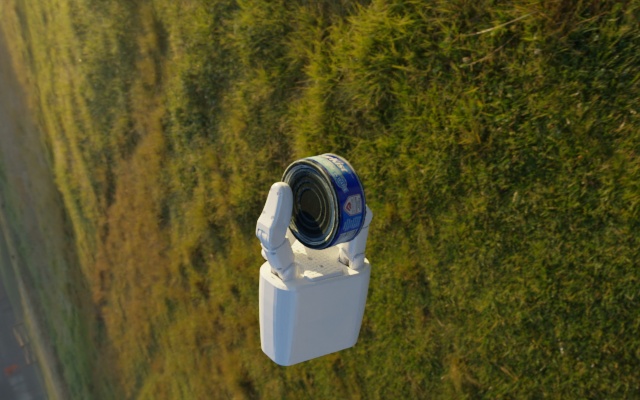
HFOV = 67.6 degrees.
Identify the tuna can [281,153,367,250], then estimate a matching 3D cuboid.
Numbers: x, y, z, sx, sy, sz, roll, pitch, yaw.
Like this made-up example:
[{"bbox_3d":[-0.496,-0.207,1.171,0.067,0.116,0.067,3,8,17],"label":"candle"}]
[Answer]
[{"bbox_3d":[0.000,0.001,0.438,0.034,0.086,0.086,-14,9,-39],"label":"tuna can"}]
